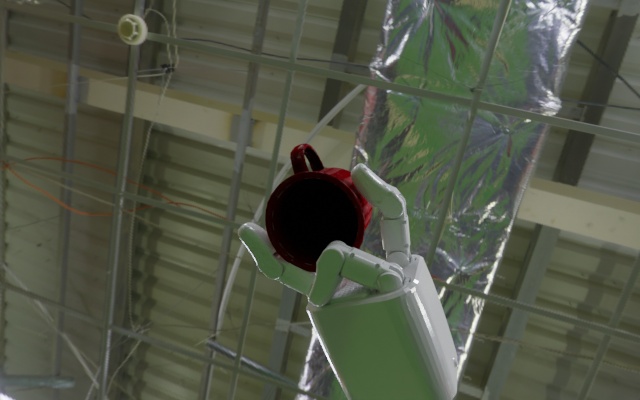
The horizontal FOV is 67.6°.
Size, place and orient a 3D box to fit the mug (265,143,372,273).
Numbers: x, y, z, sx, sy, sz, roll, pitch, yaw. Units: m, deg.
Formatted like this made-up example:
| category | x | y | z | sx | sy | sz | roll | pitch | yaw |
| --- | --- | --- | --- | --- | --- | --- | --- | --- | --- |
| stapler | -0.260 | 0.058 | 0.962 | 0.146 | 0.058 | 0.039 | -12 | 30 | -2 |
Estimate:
| category | x | y | z | sx | sy | sz | roll | pitch | yaw |
| --- | --- | --- | --- | --- | --- | --- | --- | --- | --- |
| mug | 0.000 | 0.000 | 0.461 | 0.093 | 0.117 | 0.081 | -20 | 5 | 19 |
